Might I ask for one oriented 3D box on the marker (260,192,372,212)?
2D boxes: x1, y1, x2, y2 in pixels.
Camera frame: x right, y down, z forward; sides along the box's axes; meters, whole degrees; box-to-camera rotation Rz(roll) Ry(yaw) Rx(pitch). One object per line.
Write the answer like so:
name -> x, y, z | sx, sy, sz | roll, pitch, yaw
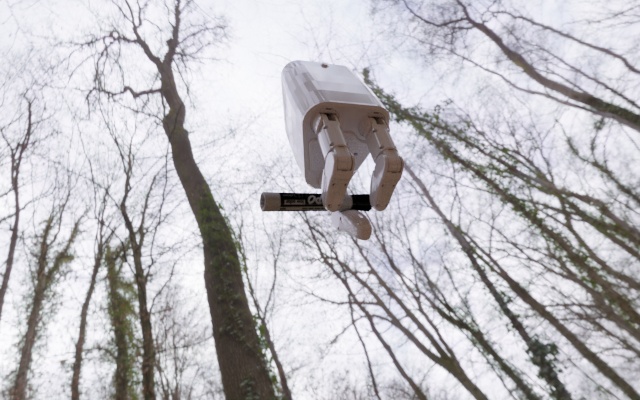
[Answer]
marker -> 0.000, 0.002, 0.475 | 0.121, 0.020, 0.020 | 0, 0, -24
